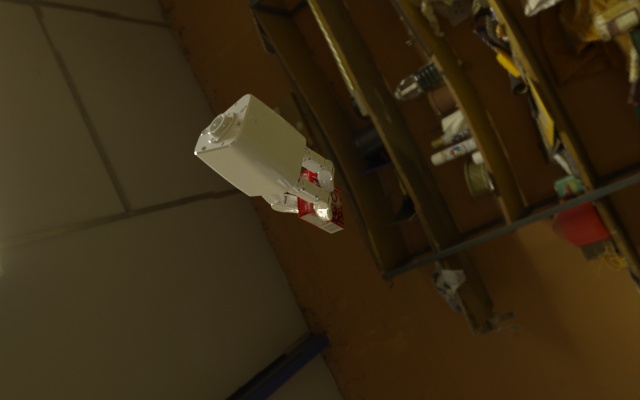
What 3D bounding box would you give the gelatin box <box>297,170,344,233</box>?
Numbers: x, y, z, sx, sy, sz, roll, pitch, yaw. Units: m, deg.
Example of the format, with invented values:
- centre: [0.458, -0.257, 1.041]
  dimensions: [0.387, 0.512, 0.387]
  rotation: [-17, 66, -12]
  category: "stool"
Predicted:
- centre: [0.000, 0.003, 0.743]
  dimensions: [0.030, 0.073, 0.089]
  rotation: [-22, -32, 30]
  category: "gelatin box"
